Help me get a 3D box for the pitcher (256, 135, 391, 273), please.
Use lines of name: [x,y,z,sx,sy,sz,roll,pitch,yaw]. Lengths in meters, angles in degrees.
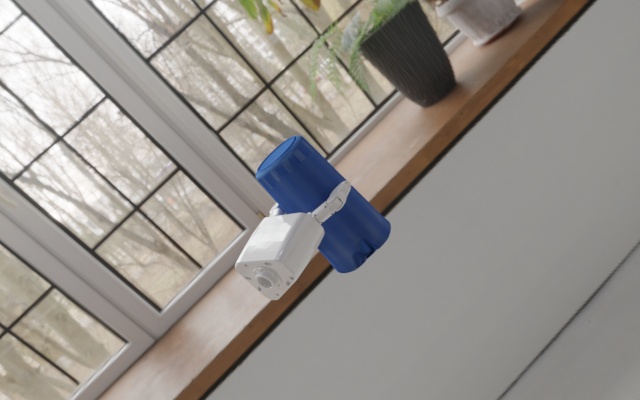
pitcher: [0.000,0.003,0.859,0.149,0.243,0.145,-26,24,43]
